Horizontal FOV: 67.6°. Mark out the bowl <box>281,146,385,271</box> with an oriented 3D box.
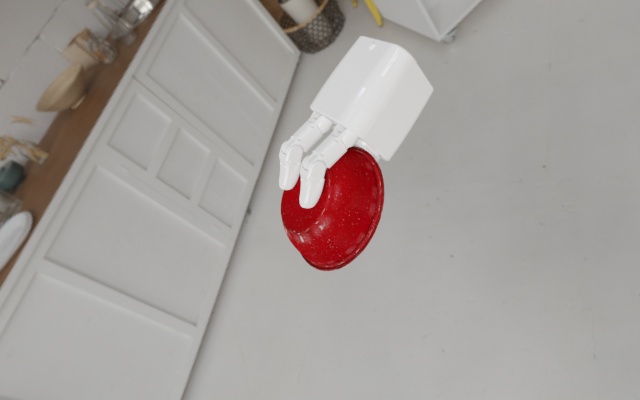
[{"bbox_3d":[-0.001,0.003,0.584,0.055,0.162,0.162,19,-12,-38],"label":"bowl"}]
